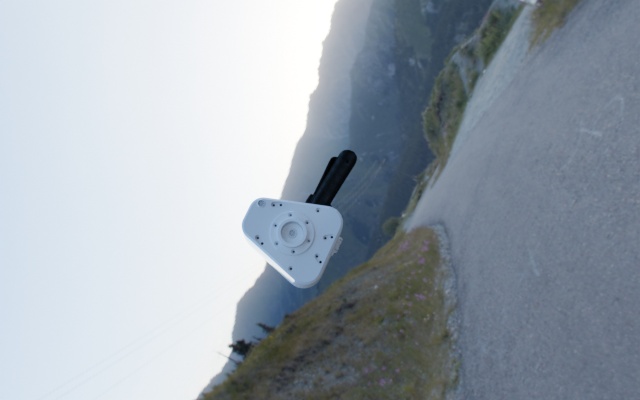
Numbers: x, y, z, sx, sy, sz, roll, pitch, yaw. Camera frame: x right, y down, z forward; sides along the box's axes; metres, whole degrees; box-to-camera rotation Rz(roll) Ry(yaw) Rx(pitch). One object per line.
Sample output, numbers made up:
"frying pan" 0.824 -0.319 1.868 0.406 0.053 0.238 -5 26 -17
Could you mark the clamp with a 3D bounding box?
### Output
"clamp" -0.001 0.002 0.669 0.039 0.171 0.120 25 -11 -1
